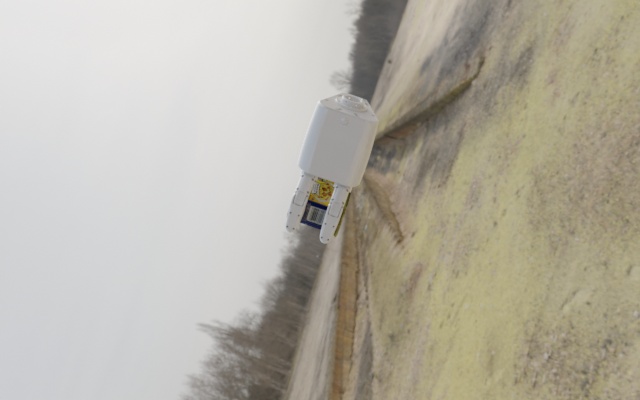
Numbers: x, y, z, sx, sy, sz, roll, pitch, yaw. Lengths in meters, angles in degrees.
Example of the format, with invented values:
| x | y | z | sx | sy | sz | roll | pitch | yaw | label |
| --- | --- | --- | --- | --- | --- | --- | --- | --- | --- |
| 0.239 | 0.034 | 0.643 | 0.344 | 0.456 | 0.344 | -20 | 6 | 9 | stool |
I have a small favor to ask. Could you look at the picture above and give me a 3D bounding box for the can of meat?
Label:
| x | y | z | sx | sy | sz | roll | pitch | yaw | label |
| --- | --- | --- | --- | --- | --- | --- | --- | --- | --- |
| 0.000 | 0.002 | 0.765 | 0.084 | 0.057 | 0.102 | 19 | 33 | 1 | can of meat |
